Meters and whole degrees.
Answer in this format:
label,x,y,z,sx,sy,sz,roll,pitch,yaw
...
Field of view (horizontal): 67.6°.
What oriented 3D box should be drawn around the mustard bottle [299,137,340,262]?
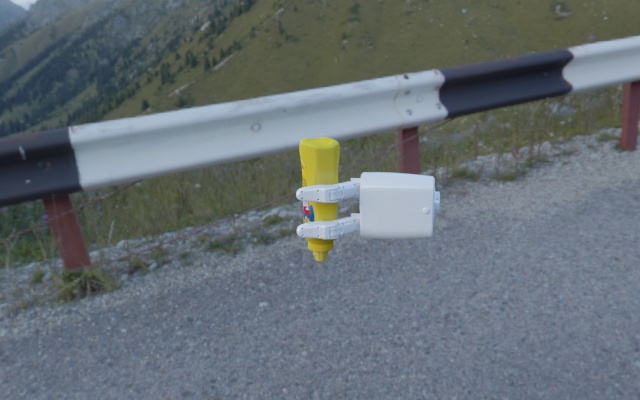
label,x,y,z,sx,sy,sz,roll,pitch,yaw
mustard bottle,0.000,0.002,0.739,0.058,0.192,0.096,-5,16,-13
